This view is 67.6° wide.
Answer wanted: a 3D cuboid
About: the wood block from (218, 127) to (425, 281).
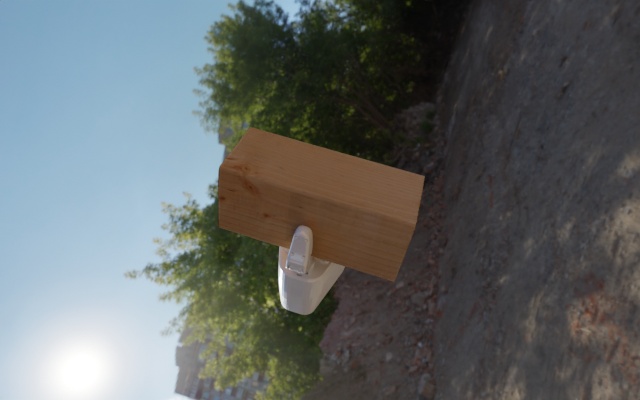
[{"bbox_3d":[0.000,0.002,0.532,0.206,0.090,0.090,16,41,6],"label":"wood block"}]
